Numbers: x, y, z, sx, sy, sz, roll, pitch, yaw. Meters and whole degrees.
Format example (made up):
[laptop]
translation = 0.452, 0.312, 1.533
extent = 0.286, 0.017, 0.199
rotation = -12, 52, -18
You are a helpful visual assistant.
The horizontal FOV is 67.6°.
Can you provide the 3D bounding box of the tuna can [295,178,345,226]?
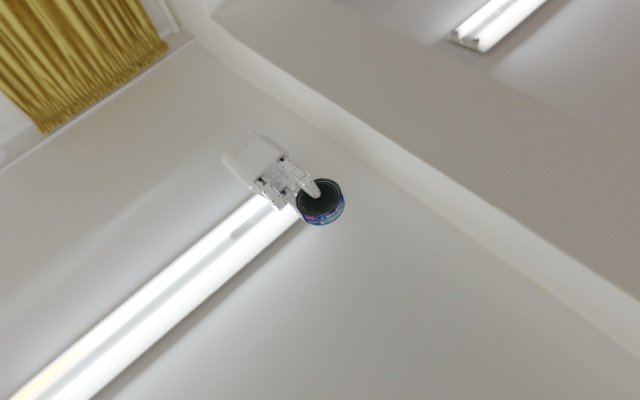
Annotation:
[tuna can]
translation = 0.000, 0.003, 0.863
extent = 0.086, 0.086, 0.034
rotation = 0, -36, 20
